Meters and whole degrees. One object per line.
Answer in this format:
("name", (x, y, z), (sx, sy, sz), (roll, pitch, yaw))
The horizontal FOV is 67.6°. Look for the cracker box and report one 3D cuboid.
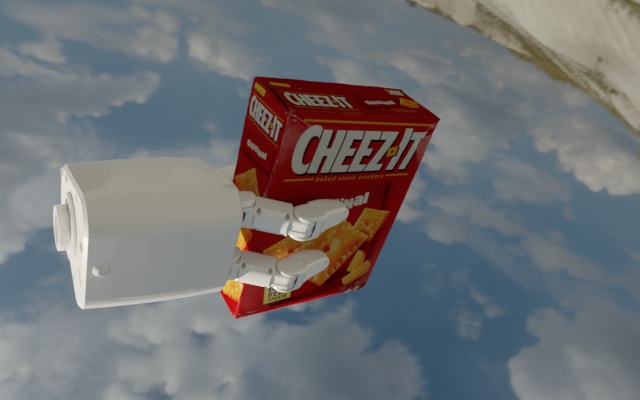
("cracker box", (0.000, 0.002, 0.454), (0.164, 0.214, 0.072), (-5, 38, -35))
